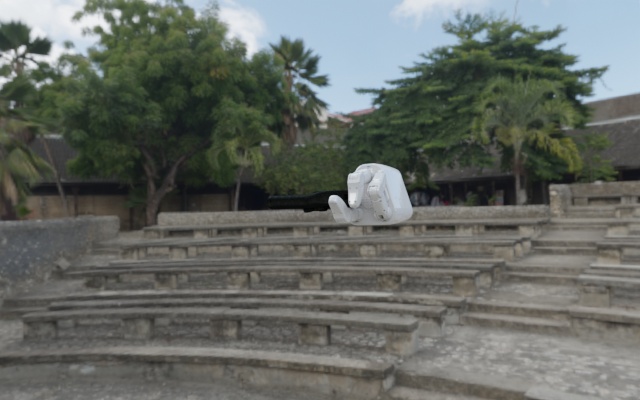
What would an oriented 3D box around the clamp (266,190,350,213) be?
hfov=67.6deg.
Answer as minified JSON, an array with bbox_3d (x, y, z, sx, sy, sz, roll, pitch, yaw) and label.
[{"bbox_3d":[0.000,0.002,0.880,0.171,0.039,0.120,-2,-1,28],"label":"clamp"}]
